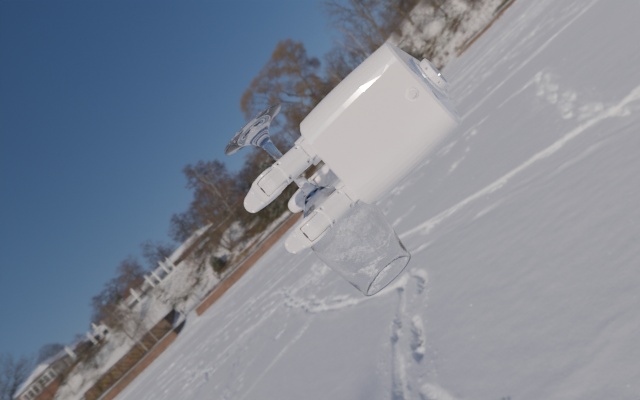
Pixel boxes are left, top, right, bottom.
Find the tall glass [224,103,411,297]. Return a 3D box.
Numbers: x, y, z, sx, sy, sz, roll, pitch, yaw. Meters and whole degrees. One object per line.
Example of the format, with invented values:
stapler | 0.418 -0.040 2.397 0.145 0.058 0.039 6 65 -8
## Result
tall glass | 0.000 0.001 0.475 0.079 0.201 0.079 -43 1 1
